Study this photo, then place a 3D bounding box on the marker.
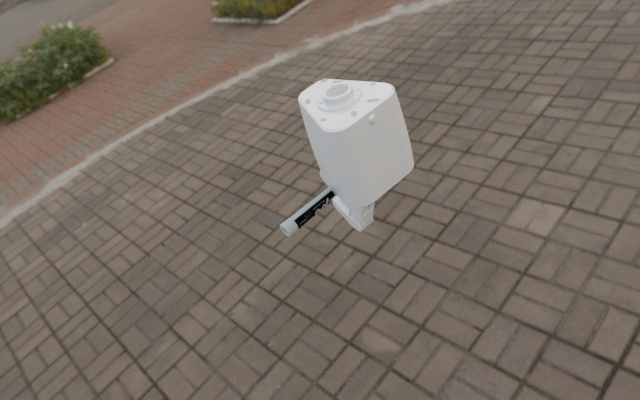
[{"bbox_3d":[0.000,0.002,0.607,0.121,0.020,0.020,-39,15,-19],"label":"marker"}]
